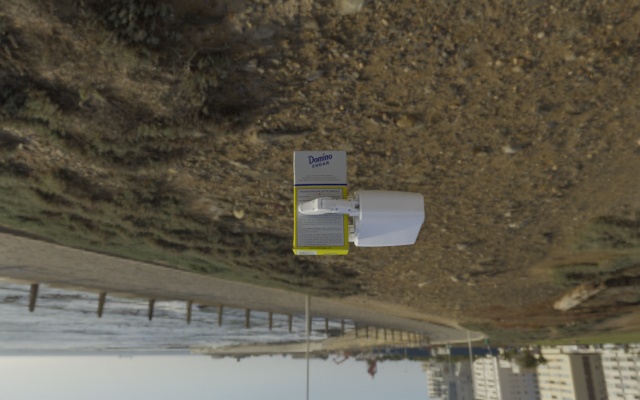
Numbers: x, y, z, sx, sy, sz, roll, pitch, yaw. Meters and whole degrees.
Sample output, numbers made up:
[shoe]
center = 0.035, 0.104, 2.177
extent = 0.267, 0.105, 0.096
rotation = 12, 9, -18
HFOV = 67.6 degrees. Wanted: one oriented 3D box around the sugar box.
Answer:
[sugar box]
center = 0.000, 0.003, 0.820
extent = 0.093, 0.176, 0.048
rotation = 0, -18, 0
